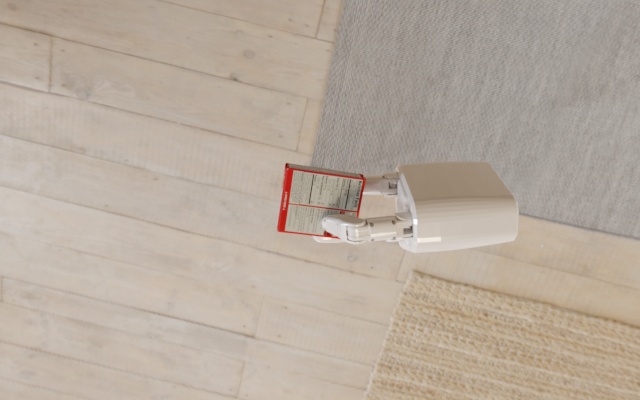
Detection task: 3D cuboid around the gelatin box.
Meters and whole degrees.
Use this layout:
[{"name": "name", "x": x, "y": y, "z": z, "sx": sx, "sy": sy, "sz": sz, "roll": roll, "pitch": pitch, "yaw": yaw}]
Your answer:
[{"name": "gelatin box", "x": 0.000, "y": 0.002, "z": 0.528, "sx": 0.089, "sy": 0.073, "sz": 0.030, "roll": 7, "pitch": 15, "yaw": -8}]
